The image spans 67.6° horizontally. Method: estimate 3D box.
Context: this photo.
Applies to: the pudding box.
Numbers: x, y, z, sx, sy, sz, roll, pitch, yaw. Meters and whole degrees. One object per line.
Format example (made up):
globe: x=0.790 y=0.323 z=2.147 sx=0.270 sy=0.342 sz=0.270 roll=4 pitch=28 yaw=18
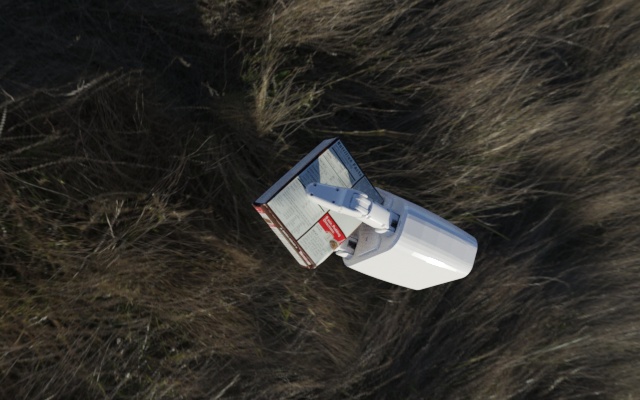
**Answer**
pudding box: x=0.000 y=0.002 z=0.500 sx=0.113 sy=0.090 sz=0.039 roll=-43 pitch=16 yaw=-22
